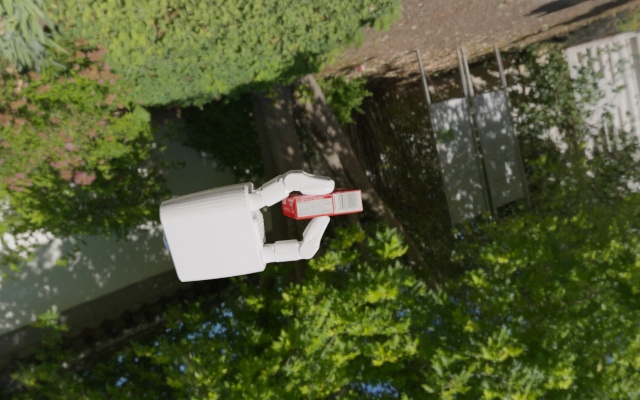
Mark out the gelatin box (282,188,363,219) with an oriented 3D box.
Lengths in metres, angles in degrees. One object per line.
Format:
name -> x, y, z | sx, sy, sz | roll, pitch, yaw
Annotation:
gelatin box -> 0.000, 0.002, 0.613 | 0.089, 0.030, 0.073 | -7, 5, -15
